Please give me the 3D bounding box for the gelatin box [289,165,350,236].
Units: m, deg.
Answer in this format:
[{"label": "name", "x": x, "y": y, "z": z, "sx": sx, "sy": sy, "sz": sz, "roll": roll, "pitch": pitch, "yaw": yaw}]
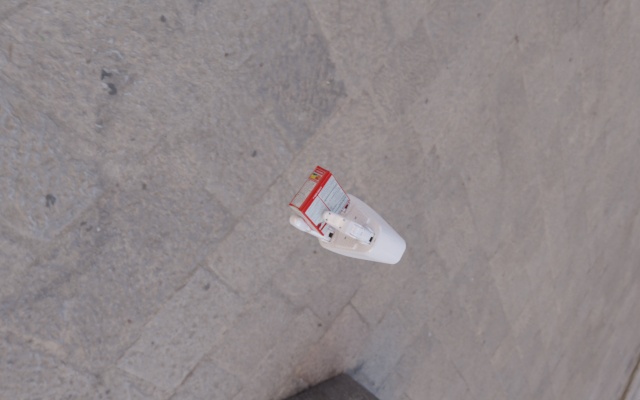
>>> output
[{"label": "gelatin box", "x": 0.000, "y": 0.002, "z": 0.713, "sx": 0.030, "sy": 0.073, "sz": 0.089, "roll": 28, "pitch": -13, "yaw": 34}]
